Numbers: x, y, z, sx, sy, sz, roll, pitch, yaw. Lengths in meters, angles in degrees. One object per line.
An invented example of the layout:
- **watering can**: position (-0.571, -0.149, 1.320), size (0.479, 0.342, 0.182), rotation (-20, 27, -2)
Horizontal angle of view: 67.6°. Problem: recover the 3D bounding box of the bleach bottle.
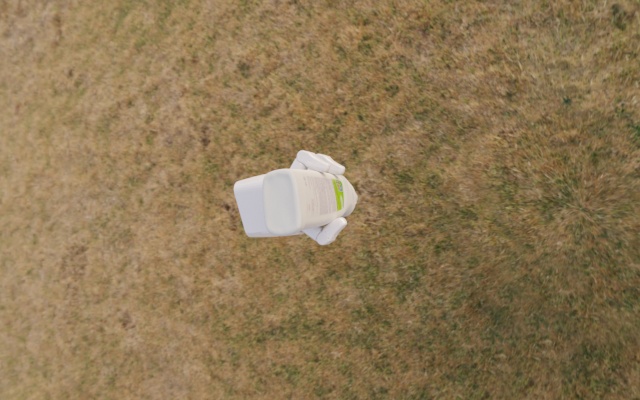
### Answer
- **bleach bottle**: position (0.000, 0.003, 0.809), size (0.068, 0.102, 0.251), rotation (-8, -5, 28)
